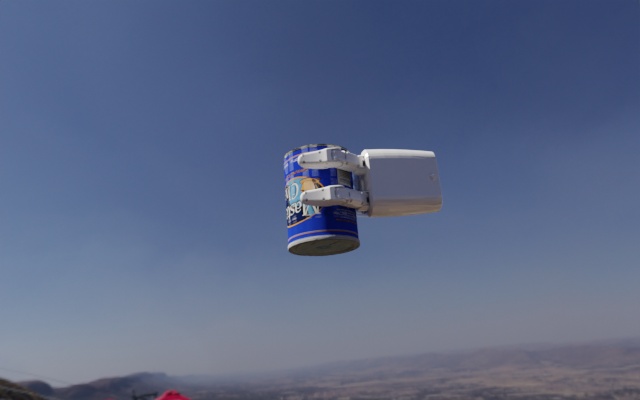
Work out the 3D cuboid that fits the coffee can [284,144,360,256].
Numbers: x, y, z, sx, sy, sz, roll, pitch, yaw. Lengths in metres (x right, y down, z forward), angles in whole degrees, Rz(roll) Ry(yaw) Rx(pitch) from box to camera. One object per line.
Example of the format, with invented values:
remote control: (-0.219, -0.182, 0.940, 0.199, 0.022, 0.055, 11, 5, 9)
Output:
coffee can: (0.000, 0.002, 0.698, 0.103, 0.140, 0.103, -4, -18, -1)
